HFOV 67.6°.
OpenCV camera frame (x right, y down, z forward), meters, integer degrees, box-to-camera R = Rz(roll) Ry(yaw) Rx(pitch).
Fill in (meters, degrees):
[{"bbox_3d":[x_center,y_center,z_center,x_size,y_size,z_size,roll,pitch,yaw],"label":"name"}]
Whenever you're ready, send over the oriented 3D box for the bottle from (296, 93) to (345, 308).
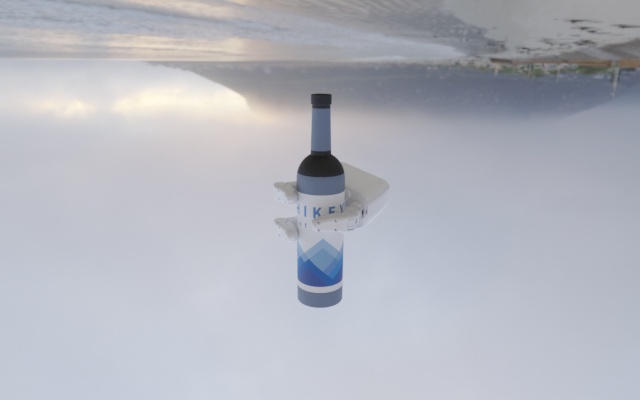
[{"bbox_3d":[0.000,0.002,0.666,0.069,0.296,0.069,0,17,0],"label":"bottle"}]
